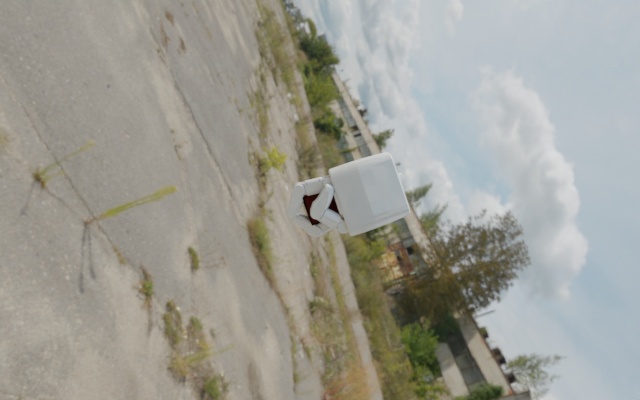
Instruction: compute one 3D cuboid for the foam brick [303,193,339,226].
[{"bbox_3d":[0.000,0.003,0.833,0.051,0.053,0.078,-19,15,3],"label":"foam brick"}]
